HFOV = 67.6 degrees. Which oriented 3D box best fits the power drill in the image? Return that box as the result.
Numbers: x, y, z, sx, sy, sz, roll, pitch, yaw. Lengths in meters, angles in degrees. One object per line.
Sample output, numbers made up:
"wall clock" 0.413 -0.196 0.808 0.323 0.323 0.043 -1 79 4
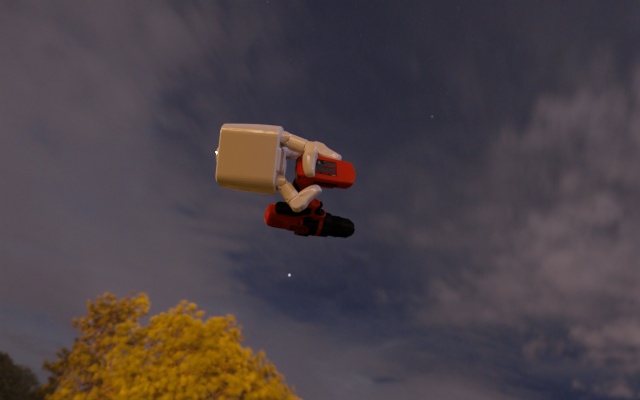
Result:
"power drill" 0.000 0.003 0.898 0.184 0.057 0.188 9 -41 -14
